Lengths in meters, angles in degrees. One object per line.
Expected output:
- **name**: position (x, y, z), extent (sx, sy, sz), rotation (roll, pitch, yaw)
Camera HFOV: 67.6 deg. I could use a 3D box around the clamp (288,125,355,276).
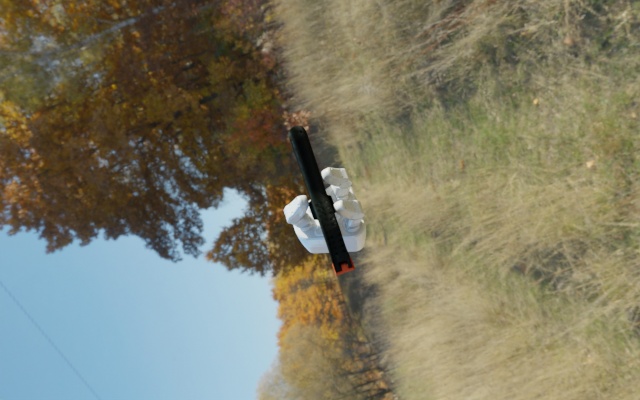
- **clamp**: position (0.000, 0.003, 0.690), extent (0.036, 0.210, 0.165), rotation (-20, -22, 0)
